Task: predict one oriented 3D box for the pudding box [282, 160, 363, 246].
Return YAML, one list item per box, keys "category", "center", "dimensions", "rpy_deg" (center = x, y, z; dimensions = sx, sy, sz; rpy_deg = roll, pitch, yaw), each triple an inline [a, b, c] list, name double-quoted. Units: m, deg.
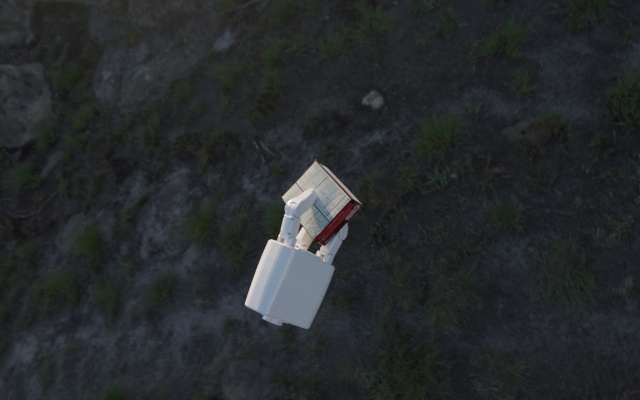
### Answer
- category: "pudding box"
  center: [0.000, 0.002, 0.761]
  dimensions: [0.113, 0.090, 0.039]
  rpy_deg: [49, 10, 36]
